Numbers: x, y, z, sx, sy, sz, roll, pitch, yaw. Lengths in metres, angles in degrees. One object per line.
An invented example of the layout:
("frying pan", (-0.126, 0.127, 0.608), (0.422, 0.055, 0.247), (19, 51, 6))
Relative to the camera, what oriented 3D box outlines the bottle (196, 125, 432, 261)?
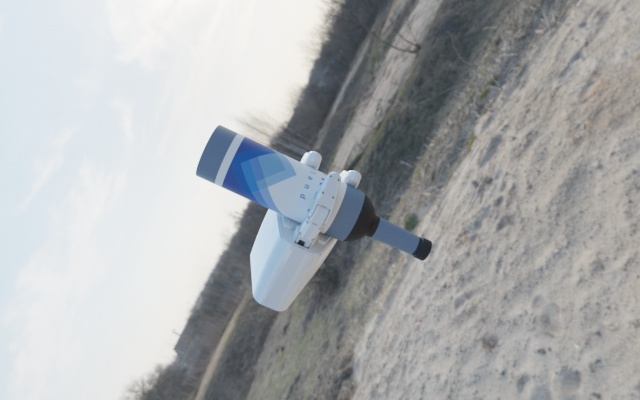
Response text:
("bottle", (0.000, 0.002, 0.579), (0.296, 0.069, 0.069), (25, -3, -7))
